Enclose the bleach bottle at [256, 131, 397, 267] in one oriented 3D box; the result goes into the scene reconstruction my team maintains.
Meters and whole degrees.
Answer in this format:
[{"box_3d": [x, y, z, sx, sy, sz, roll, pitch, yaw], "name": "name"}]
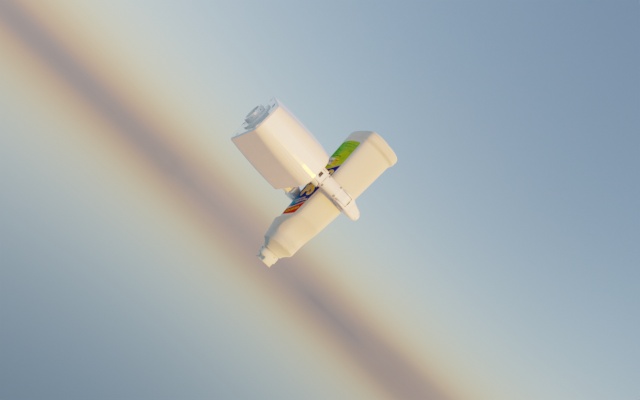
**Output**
[{"box_3d": [0.000, 0.002, 0.732, 0.068, 0.251, 0.102, 46, -9, -20], "name": "bleach bottle"}]
